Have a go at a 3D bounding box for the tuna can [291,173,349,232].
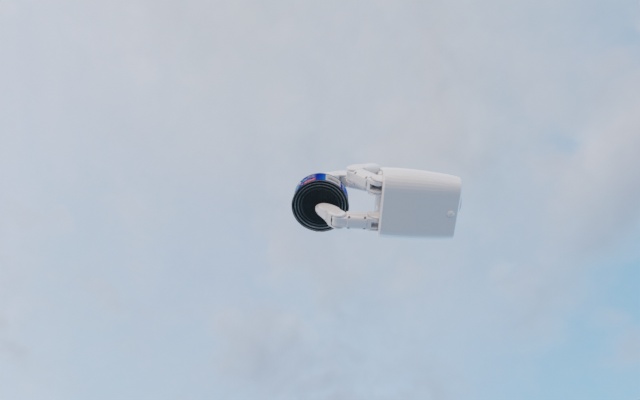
[{"bbox_3d":[0.000,0.002,0.723,0.086,0.086,0.033,0,26,2],"label":"tuna can"}]
